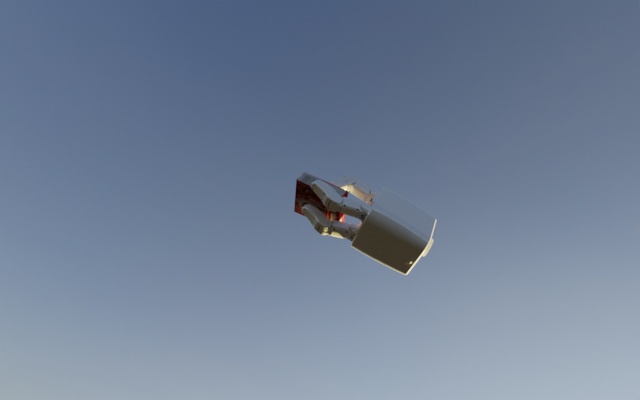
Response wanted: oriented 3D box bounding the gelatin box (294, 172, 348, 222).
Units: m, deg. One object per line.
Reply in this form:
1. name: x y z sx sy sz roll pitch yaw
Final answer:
1. gelatin box: 0.000 0.002 0.808 0.089 0.073 0.030 25 45 19
